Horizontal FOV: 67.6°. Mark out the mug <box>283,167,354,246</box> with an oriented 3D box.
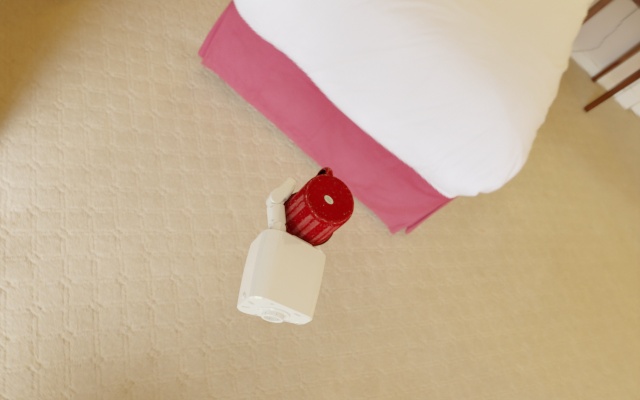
[{"bbox_3d":[0.001,0.001,0.724,0.093,0.117,0.081,21,-30,-17],"label":"mug"}]
